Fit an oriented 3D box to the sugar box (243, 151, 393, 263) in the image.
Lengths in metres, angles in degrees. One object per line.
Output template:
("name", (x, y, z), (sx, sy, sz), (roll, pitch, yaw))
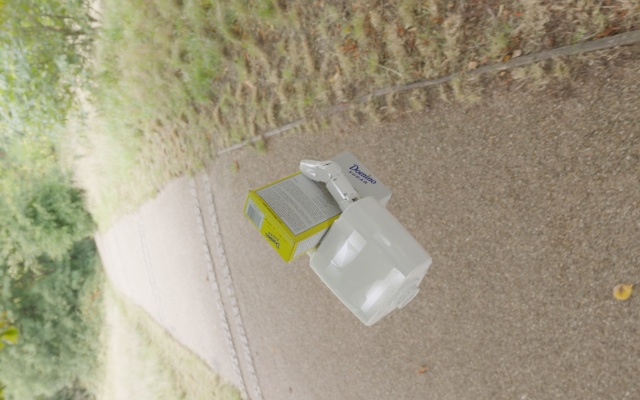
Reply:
("sugar box", (0.000, 0.003, 0.613), (0.176, 0.048, 0.093), (-22, 59, -39))
